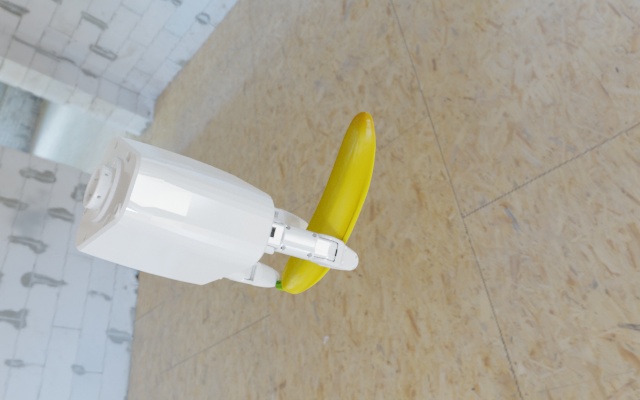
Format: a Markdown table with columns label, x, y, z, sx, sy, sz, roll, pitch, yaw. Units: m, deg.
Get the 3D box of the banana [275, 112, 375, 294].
| label | x | y | z | sx | sy | sz | roll | pitch | yaw |
| --- | --- | --- | --- | --- | --- | --- | --- | --- | --- |
| banana | 0.007 | 0.011 | 0.441 | 0.037 | 0.198 | 0.069 | 22 | 11 | -33 |
